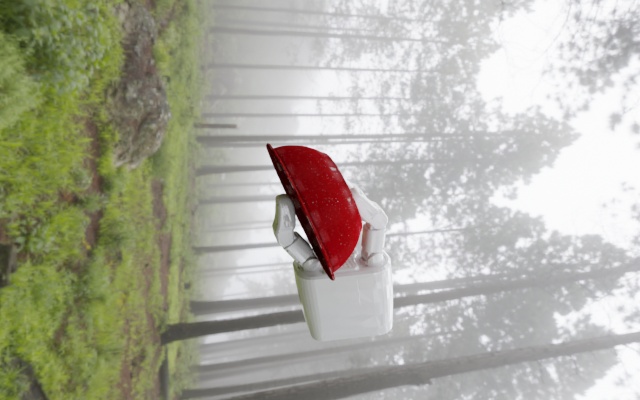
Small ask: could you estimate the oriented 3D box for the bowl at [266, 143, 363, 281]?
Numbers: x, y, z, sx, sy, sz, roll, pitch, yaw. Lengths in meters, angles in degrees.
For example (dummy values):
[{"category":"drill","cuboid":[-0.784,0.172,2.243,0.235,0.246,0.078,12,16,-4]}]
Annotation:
[{"category":"bowl","cuboid":[0.000,0.001,0.511,0.055,0.162,0.162,-26,3,-6]}]
